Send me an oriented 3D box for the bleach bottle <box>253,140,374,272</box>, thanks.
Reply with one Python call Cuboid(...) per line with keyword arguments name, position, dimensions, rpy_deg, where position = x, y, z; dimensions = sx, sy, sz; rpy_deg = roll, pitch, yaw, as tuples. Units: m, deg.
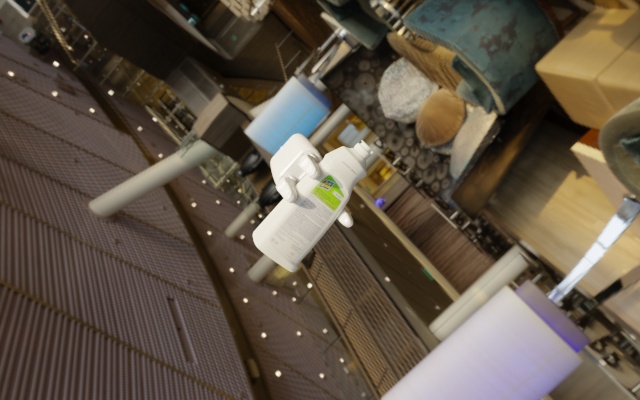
Cuboid(name="bleach bottle", position=(0.000, 0.003, 0.824), dimensions=(0.102, 0.251, 0.068), rpy_deg=(39, 10, -27))
